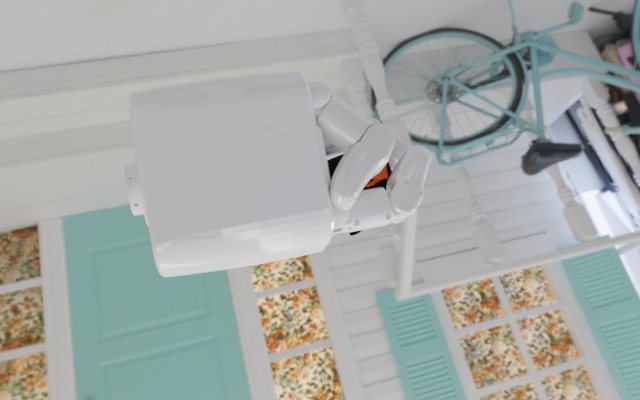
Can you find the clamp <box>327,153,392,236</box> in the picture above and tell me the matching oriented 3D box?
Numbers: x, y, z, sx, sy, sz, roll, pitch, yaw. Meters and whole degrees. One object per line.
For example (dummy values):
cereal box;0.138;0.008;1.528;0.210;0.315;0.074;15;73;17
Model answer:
clamp;0.000;0.002;0.400;0.120;0.039;0.171;-10;-20;-16
